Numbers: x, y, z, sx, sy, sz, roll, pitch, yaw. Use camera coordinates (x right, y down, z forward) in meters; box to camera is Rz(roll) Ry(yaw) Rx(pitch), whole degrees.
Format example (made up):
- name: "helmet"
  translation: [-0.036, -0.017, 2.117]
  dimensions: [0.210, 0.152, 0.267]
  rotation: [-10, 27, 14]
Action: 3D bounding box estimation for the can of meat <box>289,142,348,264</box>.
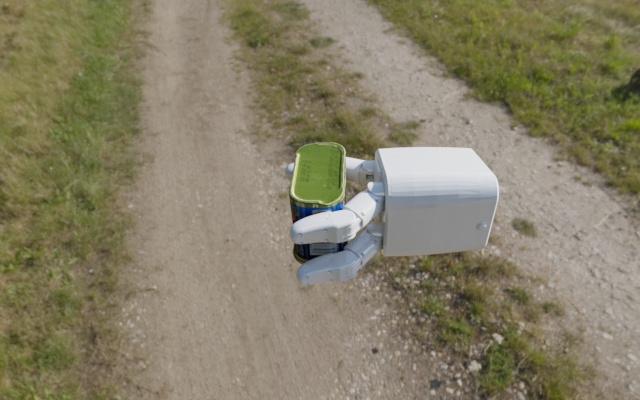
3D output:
- name: "can of meat"
  translation: [0.000, 0.001, 0.488]
  dimensions: [0.057, 0.084, 0.102]
  rotation: [0, 42, 4]
